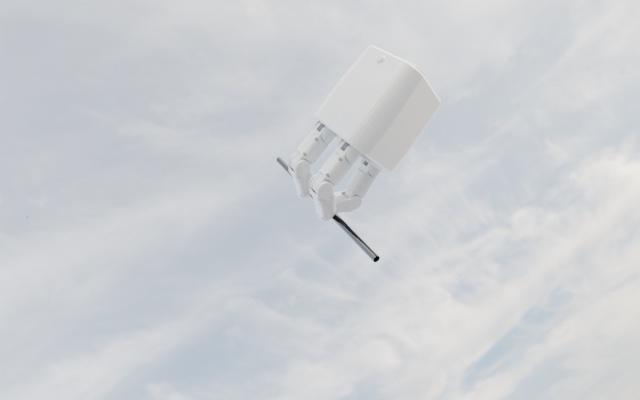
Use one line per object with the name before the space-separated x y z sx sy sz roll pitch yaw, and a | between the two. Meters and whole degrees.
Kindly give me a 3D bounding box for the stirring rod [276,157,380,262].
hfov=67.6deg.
stirring rod | 0.000 0.002 0.585 0.011 0.011 0.239 0 30 -34
